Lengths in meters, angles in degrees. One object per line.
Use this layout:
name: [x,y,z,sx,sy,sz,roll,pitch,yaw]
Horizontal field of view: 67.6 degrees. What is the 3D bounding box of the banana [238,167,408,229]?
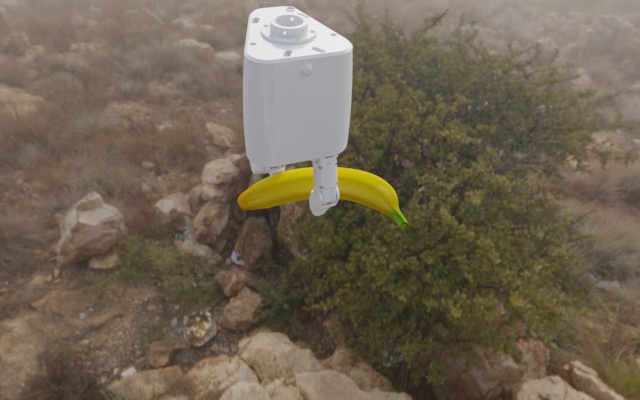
banana: [0.005,-0.011,0.562,0.198,0.037,0.069,6,44,1]
